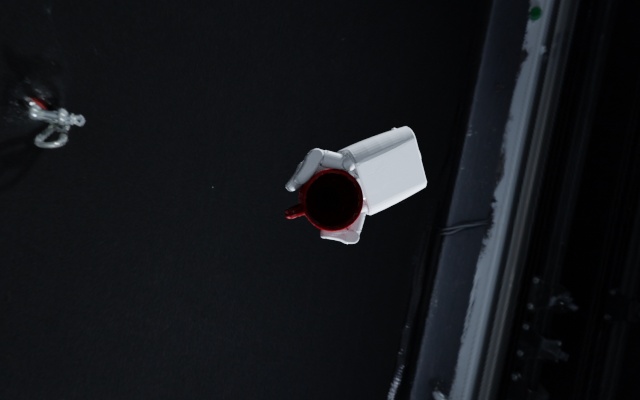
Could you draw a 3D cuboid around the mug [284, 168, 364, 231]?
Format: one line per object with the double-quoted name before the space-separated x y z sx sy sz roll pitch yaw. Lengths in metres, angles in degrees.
"mug" -0.001 0.003 0.738 0.117 0.093 0.081 -23 6 -10
